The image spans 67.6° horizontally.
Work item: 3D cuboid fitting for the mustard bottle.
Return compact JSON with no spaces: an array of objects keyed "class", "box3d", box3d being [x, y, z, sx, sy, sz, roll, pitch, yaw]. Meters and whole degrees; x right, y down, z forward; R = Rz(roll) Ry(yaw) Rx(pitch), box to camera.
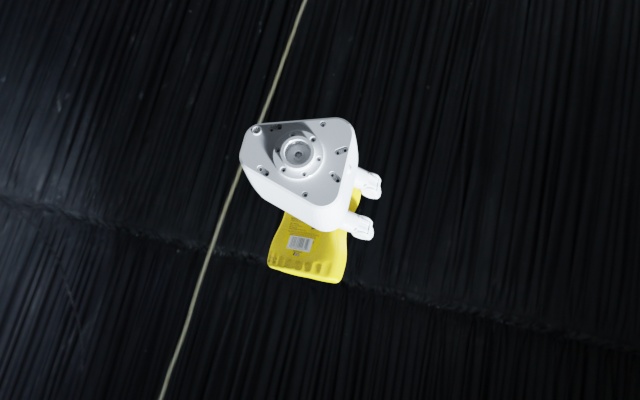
[{"class":"mustard bottle","box3d":[0.000,0.002,0.608,0.096,0.191,0.058,7,-13,30]}]
